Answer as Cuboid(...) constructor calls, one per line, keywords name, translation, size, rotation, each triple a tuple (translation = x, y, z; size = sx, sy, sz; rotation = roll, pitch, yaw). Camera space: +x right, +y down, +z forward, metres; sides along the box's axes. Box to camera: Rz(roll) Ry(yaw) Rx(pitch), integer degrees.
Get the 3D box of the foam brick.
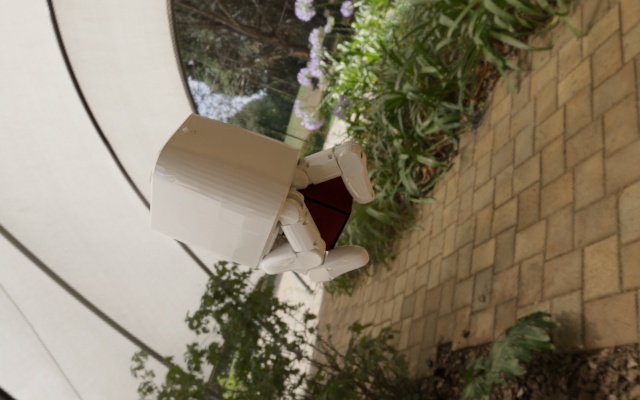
Cuboid(name="foam brick", translation=(0.000, 0.001, 0.470), size=(0.051, 0.053, 0.078), rotation=(21, 33, -6))
